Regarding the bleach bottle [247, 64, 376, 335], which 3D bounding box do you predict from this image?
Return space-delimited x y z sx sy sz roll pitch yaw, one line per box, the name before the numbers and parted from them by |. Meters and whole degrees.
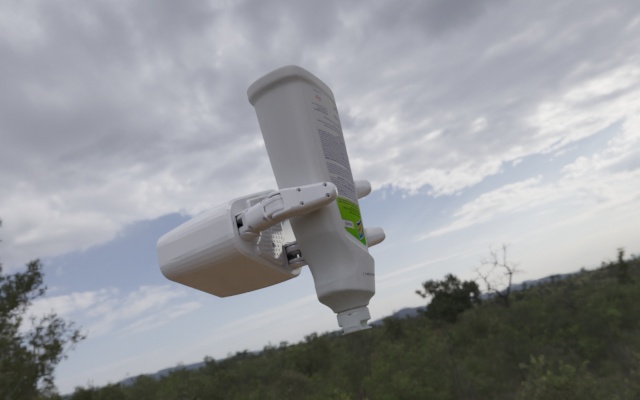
bleach bottle | 0.000 0.001 0.462 0.068 0.250 0.102 -22 -19 26
